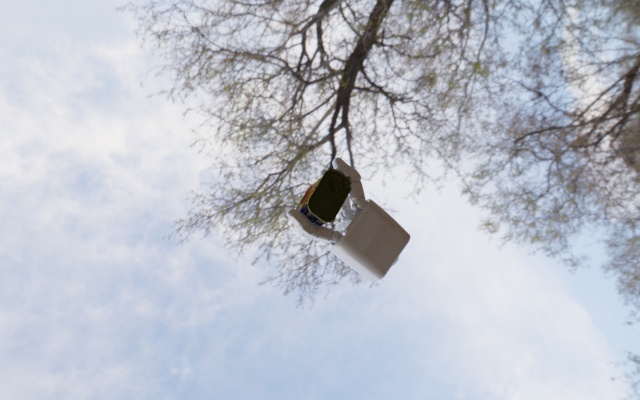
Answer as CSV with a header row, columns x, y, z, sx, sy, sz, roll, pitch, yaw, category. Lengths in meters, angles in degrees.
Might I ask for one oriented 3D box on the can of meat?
x,y,z,sx,sy,sz,roll,pitch,yaw,category
0.000,0.003,0.866,0.057,0.102,0.084,36,-30,-10,can of meat
